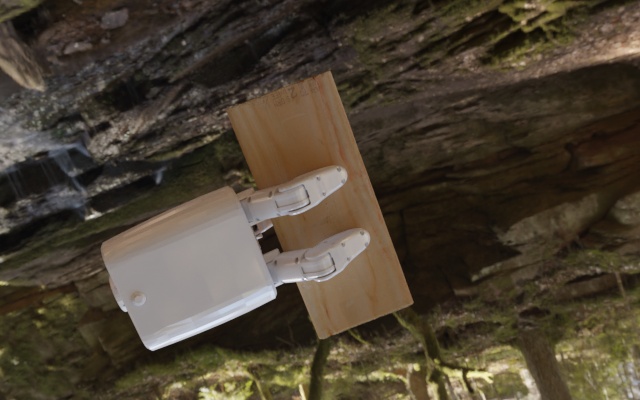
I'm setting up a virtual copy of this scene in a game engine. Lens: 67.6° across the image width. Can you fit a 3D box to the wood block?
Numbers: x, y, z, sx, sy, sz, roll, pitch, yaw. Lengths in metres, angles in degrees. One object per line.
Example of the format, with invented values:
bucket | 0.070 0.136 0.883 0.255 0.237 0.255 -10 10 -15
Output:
wood block | 0.000 0.002 0.430 0.090 0.206 0.091 -21 11 -1
